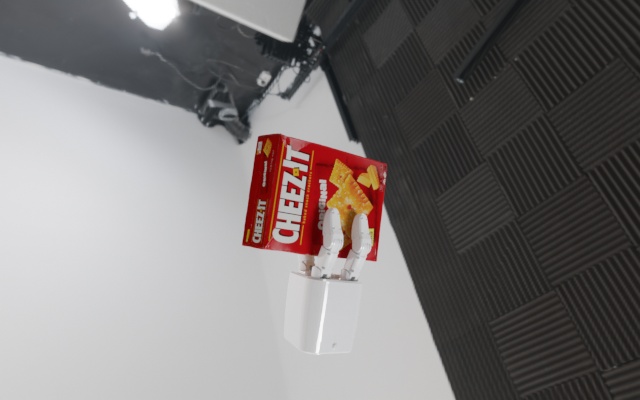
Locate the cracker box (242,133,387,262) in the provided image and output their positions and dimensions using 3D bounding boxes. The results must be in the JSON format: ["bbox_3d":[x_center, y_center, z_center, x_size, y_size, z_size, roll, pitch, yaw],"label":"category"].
[{"bbox_3d":[0.000,0.002,0.729,0.214,0.164,0.072,11,-6,-37],"label":"cracker box"}]
